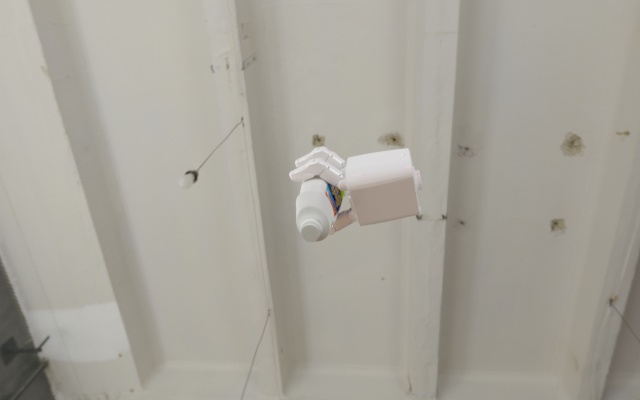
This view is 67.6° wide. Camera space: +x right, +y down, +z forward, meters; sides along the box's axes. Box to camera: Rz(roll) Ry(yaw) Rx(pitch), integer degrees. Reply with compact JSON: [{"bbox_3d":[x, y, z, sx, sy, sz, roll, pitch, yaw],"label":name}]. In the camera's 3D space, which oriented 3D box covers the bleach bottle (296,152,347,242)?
[{"bbox_3d":[0.000,0.003,0.799,0.068,0.103,0.250,-10,23,11],"label":"bleach bottle"}]
